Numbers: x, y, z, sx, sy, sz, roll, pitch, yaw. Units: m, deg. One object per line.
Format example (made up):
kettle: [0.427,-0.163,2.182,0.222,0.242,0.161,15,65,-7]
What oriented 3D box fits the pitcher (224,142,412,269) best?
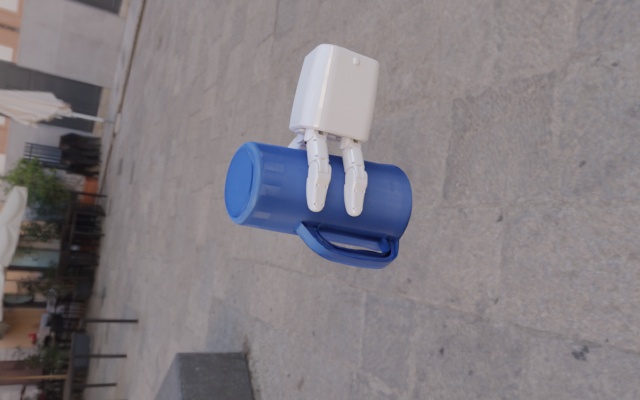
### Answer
pitcher: [0.000,0.002,0.658,0.243,0.145,0.149,9,5,-31]
